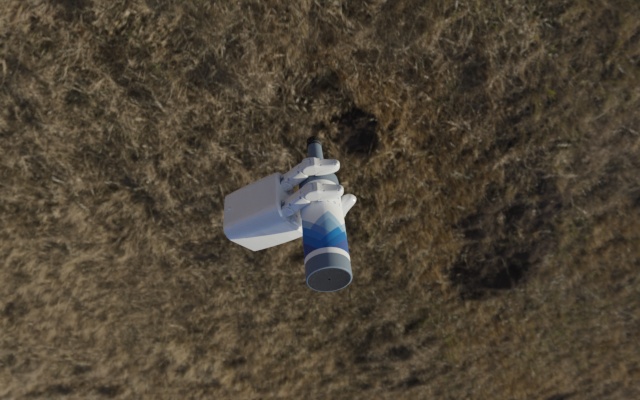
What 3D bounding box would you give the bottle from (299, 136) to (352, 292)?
[{"bbox_3d":[0.000,0.003,0.773,0.069,0.295,0.069,-4,-41,-3],"label":"bottle"}]
